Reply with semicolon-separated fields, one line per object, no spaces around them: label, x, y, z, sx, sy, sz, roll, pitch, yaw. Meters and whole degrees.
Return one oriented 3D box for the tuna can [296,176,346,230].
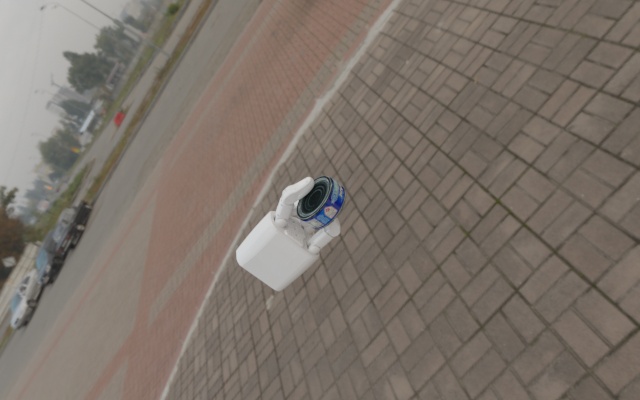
tuna can;0.000;0.002;0.780;0.034;0.086;0.086;35;-19;-29
